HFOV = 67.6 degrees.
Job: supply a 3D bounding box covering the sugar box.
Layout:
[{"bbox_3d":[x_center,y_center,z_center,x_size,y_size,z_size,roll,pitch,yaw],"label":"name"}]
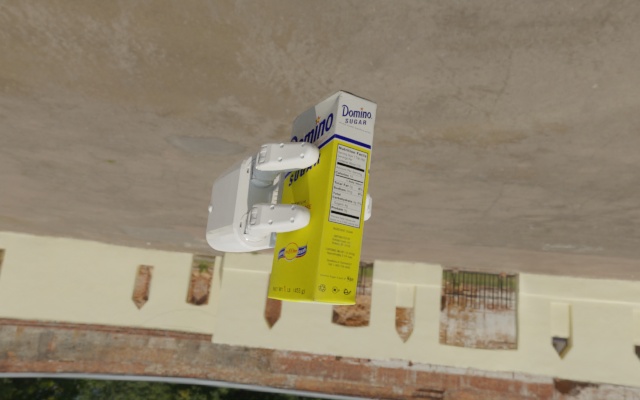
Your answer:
[{"bbox_3d":[0.000,0.001,0.424,0.048,0.176,0.093,11,-14,-28],"label":"sugar box"}]
